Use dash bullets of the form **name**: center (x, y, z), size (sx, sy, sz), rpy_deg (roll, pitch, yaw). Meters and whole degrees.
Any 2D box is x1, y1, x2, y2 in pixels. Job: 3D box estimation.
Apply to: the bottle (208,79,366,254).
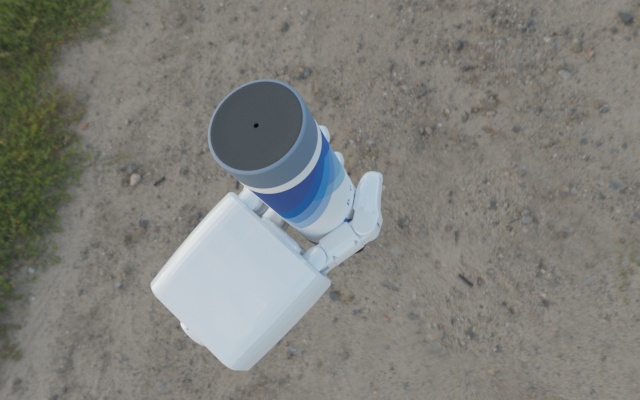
- **bottle**: center (0.000, 0.001, 0.428), size (0.069, 0.069, 0.296), rpy_deg (0, -19, 17)
